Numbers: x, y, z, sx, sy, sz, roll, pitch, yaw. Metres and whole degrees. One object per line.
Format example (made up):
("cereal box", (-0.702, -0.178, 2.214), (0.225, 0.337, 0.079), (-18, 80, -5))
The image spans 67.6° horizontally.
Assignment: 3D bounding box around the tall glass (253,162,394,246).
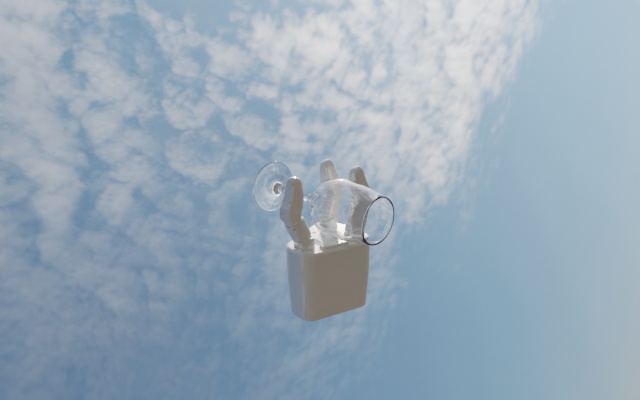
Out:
("tall glass", (0.000, 0.002, 0.638), (0.201, 0.079, 0.079), (18, 12, 42))
